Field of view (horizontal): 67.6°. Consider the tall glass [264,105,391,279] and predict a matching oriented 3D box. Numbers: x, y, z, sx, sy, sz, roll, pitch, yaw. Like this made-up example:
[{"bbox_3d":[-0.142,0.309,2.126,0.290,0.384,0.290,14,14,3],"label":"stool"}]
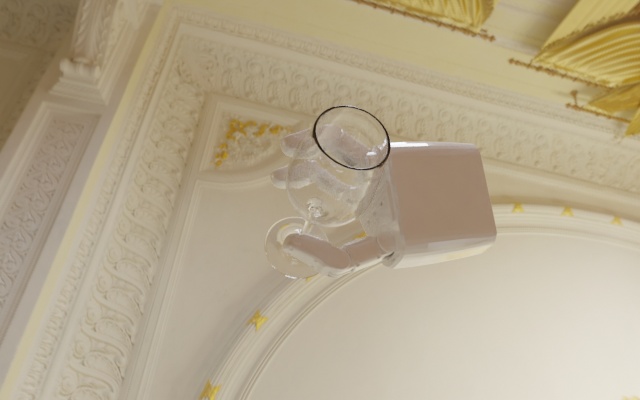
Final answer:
[{"bbox_3d":[0.000,0.002,0.443,0.079,0.079,0.201,0,-30,-16],"label":"tall glass"}]
